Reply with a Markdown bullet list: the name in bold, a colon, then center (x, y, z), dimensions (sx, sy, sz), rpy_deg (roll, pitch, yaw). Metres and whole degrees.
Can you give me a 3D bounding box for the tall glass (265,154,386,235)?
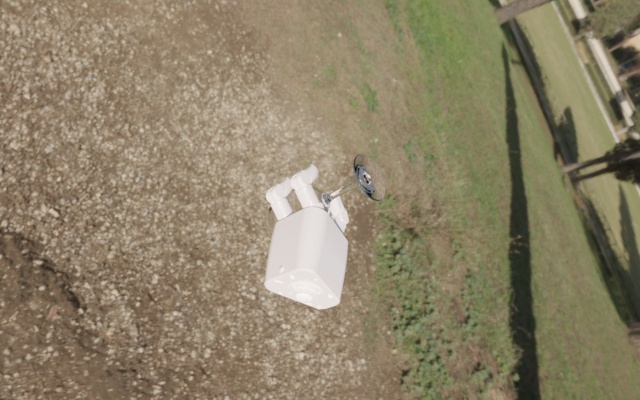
- **tall glass**: center (0.001, 0.002, 0.753), dimensions (0.201, 0.079, 0.079), rpy_deg (-26, -16, 36)
